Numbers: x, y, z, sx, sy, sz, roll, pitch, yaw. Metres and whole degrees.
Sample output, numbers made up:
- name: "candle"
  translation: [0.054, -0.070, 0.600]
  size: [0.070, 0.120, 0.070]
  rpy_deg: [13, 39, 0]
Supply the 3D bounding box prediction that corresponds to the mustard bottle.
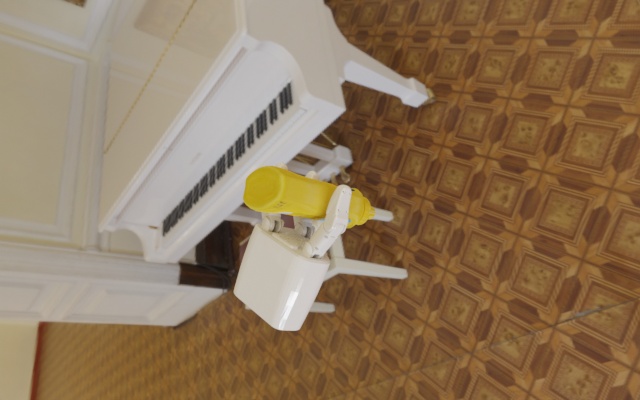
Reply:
- name: "mustard bottle"
  translation: [0.000, 0.002, 0.643]
  size: [0.192, 0.058, 0.096]
  rpy_deg: [14, -10, -36]
